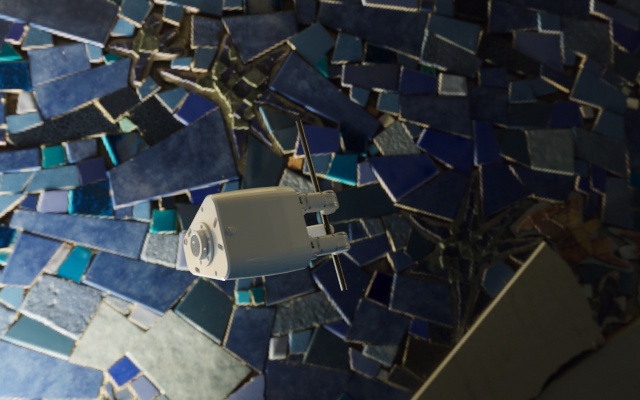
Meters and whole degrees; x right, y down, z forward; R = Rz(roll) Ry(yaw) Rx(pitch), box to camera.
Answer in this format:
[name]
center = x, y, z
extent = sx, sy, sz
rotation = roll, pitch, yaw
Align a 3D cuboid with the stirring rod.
[stirring rod]
center = 0.000, 0.002, 0.643
extent = 0.011, 0.239, 0.011
rotation = -15, -12, -3
